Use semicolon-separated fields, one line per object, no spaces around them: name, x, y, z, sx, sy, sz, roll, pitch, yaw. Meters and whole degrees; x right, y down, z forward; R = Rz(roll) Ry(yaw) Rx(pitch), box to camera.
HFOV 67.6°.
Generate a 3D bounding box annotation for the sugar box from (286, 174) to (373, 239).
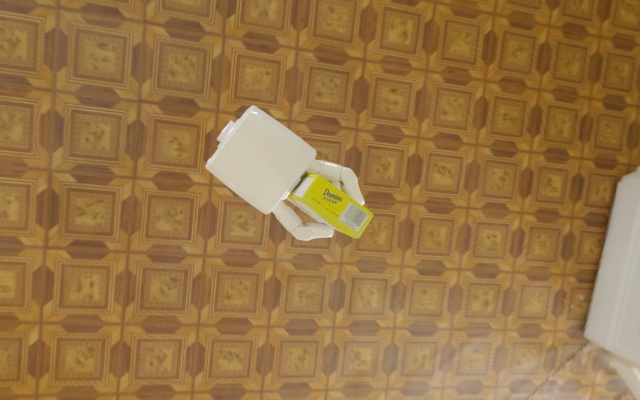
sugar box;0.000;0.002;0.682;0.093;0.048;0.176;36;-3;-16
